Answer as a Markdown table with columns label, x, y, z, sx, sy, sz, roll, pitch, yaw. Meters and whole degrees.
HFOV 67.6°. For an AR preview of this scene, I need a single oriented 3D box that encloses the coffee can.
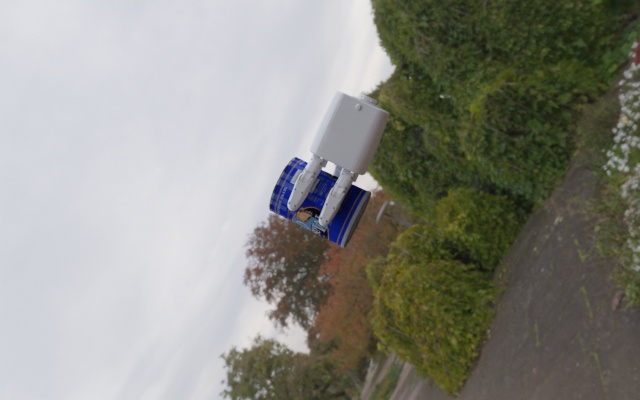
| label | x | y | z | sx | sy | sz | roll | pitch | yaw |
| --- | --- | --- | --- | --- | --- | --- | --- | --- | --- |
| coffee can | 0.000 | 0.003 | 0.797 | 0.140 | 0.103 | 0.103 | 26 | 4 | 9 |
